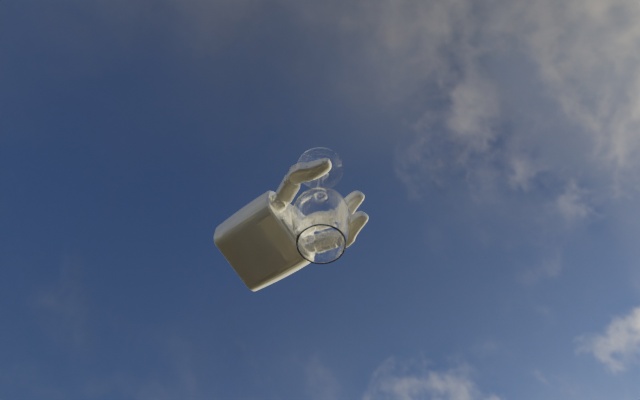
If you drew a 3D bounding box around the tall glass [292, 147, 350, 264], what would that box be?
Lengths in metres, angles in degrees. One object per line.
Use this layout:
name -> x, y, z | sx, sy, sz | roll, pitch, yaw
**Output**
tall glass -> 0.000, 0.002, 0.668 | 0.079, 0.079, 0.201 | 0, 32, -1
